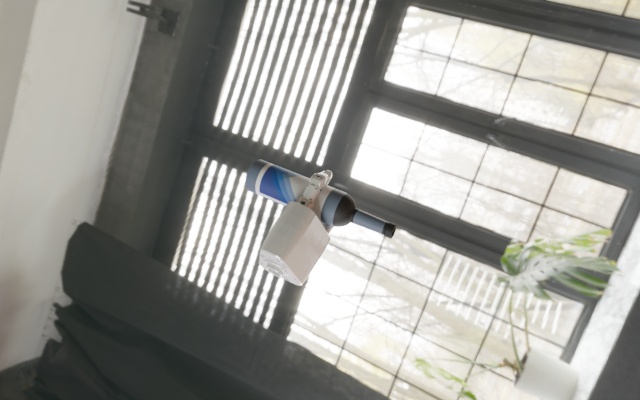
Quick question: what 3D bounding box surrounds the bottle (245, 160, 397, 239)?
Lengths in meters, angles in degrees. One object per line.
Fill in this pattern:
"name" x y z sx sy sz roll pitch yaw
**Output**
"bottle" 0.000 0.003 0.884 0.295 0.069 0.069 22 8 20
